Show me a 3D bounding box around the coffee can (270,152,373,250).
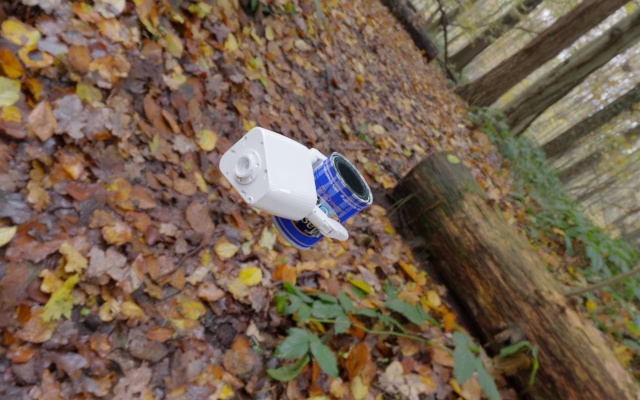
[{"bbox_3d":[0.000,0.003,0.793,0.140,0.102,0.103,-37,-16,22],"label":"coffee can"}]
